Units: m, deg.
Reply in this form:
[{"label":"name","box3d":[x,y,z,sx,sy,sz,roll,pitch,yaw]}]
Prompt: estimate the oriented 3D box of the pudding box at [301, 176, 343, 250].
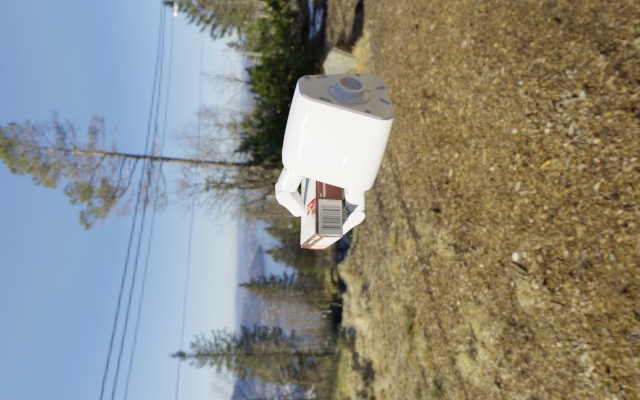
[{"label":"pudding box","box3d":[0.000,0.002,0.636,0.039,0.113,0.090,5,-17,-13]}]
